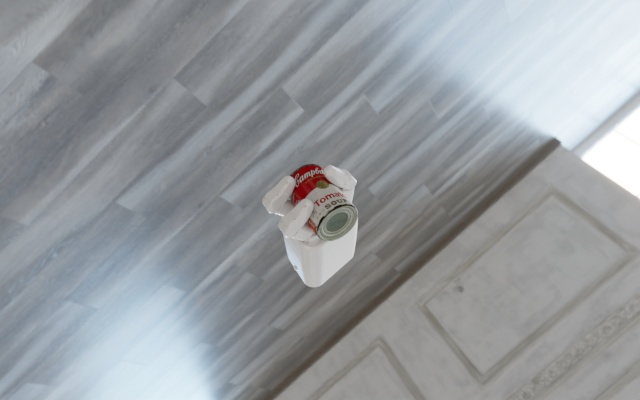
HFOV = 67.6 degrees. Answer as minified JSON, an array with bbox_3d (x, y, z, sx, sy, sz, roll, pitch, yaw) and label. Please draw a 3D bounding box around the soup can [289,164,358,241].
[{"bbox_3d":[0.000,0.002,0.696,0.068,0.068,0.102,0,38,-38],"label":"soup can"}]
